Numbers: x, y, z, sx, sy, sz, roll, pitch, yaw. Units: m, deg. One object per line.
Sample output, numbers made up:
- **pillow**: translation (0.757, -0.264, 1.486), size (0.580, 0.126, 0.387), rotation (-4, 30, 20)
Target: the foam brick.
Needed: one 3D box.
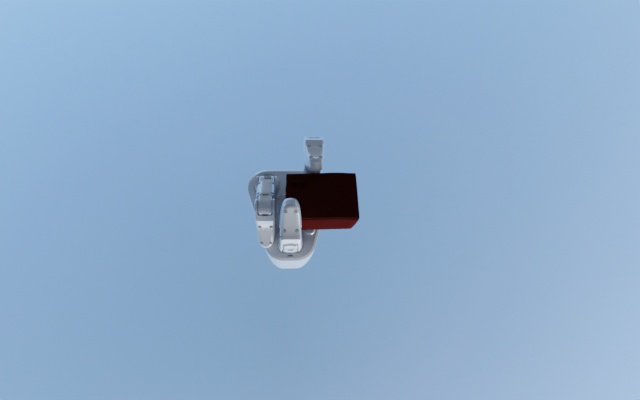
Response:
- **foam brick**: translation (0.000, 0.002, 0.527), size (0.078, 0.053, 0.051), rotation (0, -16, -4)
